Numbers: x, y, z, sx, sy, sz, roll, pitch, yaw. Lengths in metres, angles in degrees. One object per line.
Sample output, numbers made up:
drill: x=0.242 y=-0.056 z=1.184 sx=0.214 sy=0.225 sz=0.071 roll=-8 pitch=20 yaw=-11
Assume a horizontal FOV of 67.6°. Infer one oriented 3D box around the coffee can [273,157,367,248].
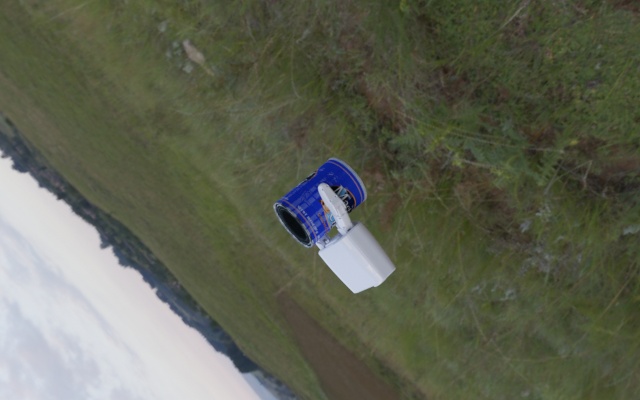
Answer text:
coffee can: x=0.000 y=0.003 z=0.872 sx=0.140 sy=0.103 sz=0.103 roll=-40 pitch=16 yaw=-20
